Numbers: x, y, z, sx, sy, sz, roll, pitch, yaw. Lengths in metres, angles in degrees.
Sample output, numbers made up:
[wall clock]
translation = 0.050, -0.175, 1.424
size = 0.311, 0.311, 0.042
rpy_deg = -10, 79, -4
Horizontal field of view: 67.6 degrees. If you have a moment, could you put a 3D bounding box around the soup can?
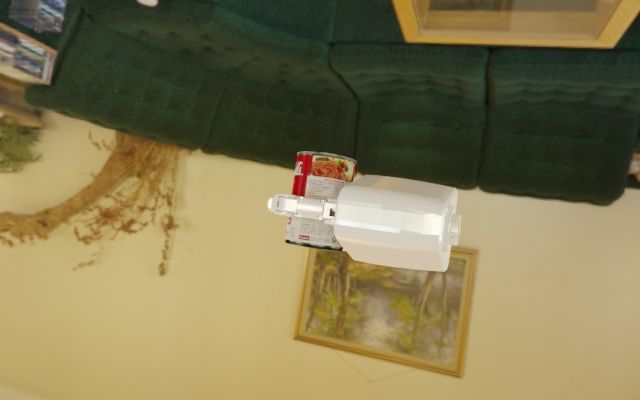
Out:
[soup can]
translation = 0.000, 0.002, 0.535
size = 0.068, 0.102, 0.068
rpy_deg = 8, -3, 0
